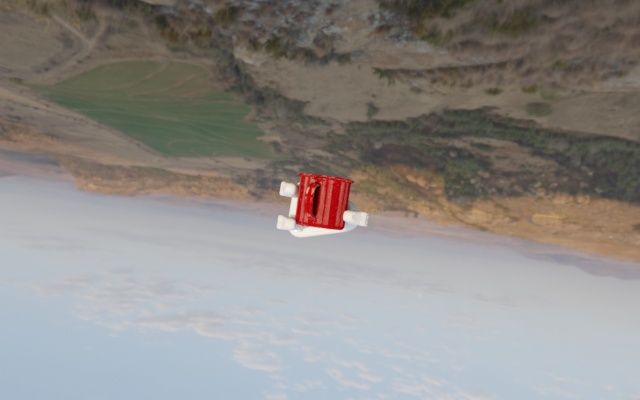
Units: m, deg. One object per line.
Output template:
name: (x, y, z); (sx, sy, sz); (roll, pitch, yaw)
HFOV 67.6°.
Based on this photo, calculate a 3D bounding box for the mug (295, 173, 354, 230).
mug: (0.000, 0.003, 0.755); (0.093, 0.081, 0.117); (7, -1, 15)
